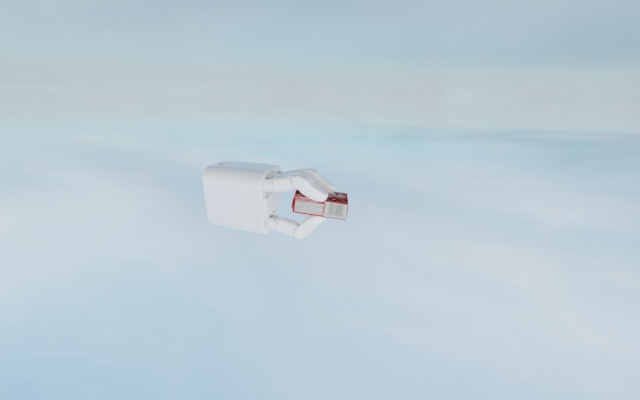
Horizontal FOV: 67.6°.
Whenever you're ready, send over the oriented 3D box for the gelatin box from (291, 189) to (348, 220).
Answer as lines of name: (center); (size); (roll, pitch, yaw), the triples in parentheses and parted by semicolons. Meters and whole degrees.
gelatin box: (0.000, 0.003, 0.782); (0.089, 0.030, 0.073); (9, 14, 0)
